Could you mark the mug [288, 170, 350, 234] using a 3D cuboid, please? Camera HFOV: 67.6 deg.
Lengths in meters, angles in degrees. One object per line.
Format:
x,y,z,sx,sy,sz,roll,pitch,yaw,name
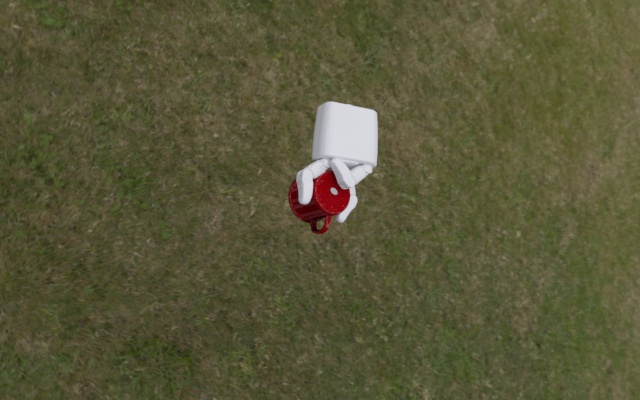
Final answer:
0.000,0.004,0.873,0.093,0.117,0.081,10,-14,-32,mug
